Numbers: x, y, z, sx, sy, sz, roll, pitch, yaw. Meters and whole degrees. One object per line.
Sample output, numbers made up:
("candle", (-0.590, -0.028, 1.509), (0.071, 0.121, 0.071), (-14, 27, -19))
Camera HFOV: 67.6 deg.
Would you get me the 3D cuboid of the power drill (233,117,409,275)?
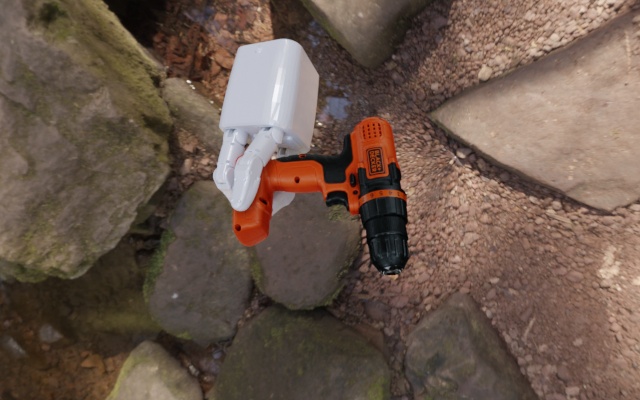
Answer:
("power drill", (0.000, 0.002, 0.529), (0.187, 0.184, 0.057), (-8, -29, 8))
